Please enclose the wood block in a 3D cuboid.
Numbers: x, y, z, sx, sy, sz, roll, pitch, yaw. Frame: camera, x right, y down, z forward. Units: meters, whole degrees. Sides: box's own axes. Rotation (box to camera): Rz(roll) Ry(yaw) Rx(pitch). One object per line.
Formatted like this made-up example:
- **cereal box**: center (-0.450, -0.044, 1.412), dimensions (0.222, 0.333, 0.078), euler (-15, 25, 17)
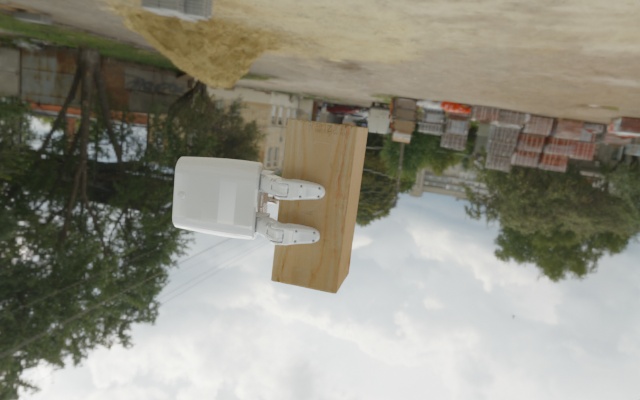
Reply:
- **wood block**: center (0.000, 0.002, 0.624), dimensions (0.090, 0.206, 0.091), euler (9, 10, 12)
